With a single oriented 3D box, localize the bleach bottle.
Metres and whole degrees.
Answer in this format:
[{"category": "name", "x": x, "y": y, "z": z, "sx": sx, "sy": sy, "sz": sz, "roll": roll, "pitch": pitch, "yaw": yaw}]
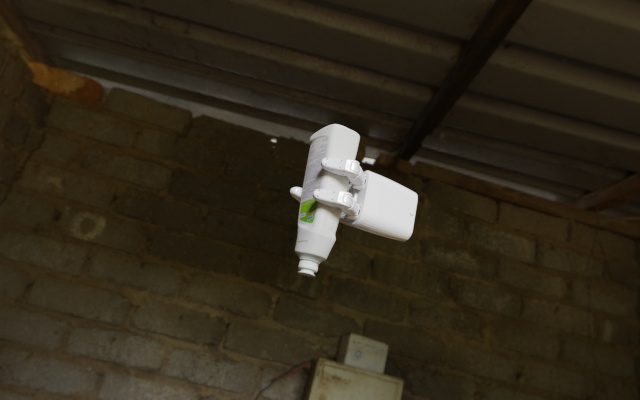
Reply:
[{"category": "bleach bottle", "x": 0.000, "y": 0.003, "z": 0.801, "sx": 0.068, "sy": 0.250, "sz": 0.102, "roll": 21, "pitch": -19, "yaw": -23}]
